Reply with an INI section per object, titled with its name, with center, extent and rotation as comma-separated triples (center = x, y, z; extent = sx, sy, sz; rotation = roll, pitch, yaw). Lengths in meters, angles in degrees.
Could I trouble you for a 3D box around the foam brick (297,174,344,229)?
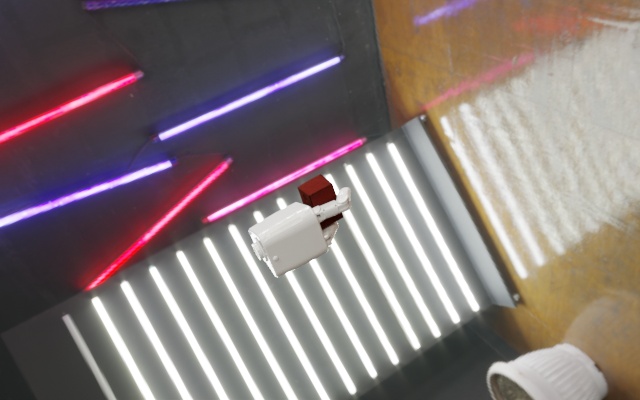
[foam brick]
center = 0.000, 0.003, 0.871
extent = 0.051, 0.078, 0.053
rotation = -27, 30, -15
